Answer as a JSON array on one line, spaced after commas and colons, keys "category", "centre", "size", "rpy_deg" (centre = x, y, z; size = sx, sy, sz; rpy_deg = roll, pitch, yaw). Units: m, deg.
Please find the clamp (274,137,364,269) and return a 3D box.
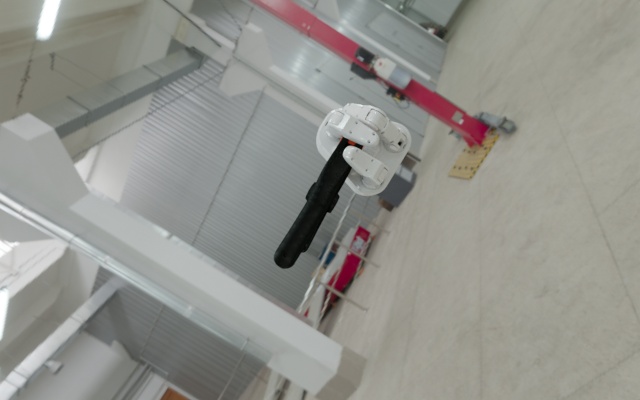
[{"category": "clamp", "centre": [0.000, 0.001, 0.574], "size": [0.039, 0.171, 0.120], "rpy_deg": [32, -2, -1]}]
